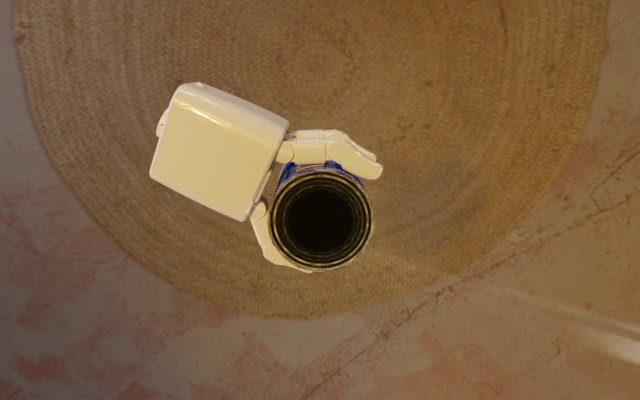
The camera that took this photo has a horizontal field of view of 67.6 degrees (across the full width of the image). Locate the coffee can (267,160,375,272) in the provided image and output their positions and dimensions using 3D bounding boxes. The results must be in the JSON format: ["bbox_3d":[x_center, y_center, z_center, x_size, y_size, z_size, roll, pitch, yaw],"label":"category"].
[{"bbox_3d":[0.000,0.002,0.517,0.103,0.103,0.140,0,16,0],"label":"coffee can"}]
